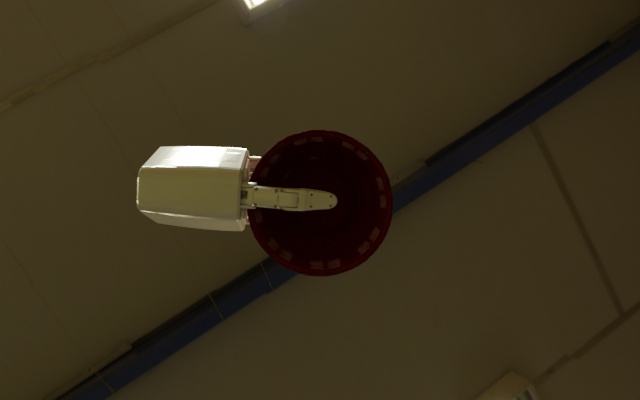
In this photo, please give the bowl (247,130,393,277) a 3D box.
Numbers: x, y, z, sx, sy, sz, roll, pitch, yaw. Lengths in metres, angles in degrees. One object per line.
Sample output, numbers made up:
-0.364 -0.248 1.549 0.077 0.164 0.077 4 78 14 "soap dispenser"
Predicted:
0.001 0.002 0.547 0.162 0.162 0.055 0 5 4 "bowl"
